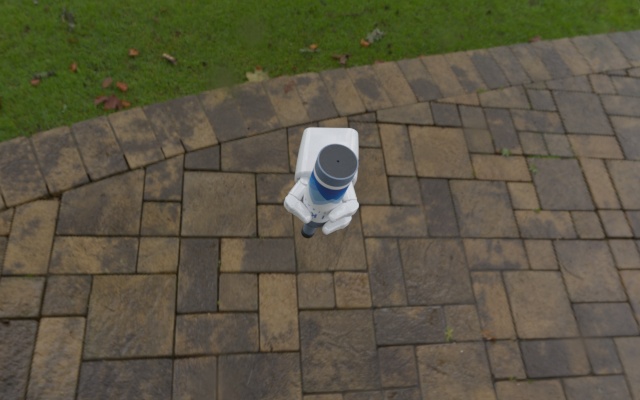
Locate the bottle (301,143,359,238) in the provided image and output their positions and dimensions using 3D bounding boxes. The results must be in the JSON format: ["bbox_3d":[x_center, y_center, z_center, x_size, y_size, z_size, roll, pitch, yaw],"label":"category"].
[{"bbox_3d":[0.000,0.003,0.877,0.069,0.069,0.296,0,-26,-12],"label":"bottle"}]
